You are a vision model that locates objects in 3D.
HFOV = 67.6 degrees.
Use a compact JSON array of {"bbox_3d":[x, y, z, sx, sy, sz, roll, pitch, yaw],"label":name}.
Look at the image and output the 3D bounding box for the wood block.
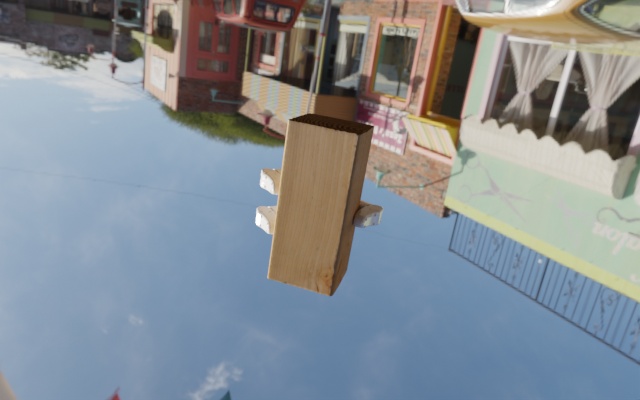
[{"bbox_3d":[0.000,0.002,0.611,0.091,0.206,0.090,13,18,13],"label":"wood block"}]
